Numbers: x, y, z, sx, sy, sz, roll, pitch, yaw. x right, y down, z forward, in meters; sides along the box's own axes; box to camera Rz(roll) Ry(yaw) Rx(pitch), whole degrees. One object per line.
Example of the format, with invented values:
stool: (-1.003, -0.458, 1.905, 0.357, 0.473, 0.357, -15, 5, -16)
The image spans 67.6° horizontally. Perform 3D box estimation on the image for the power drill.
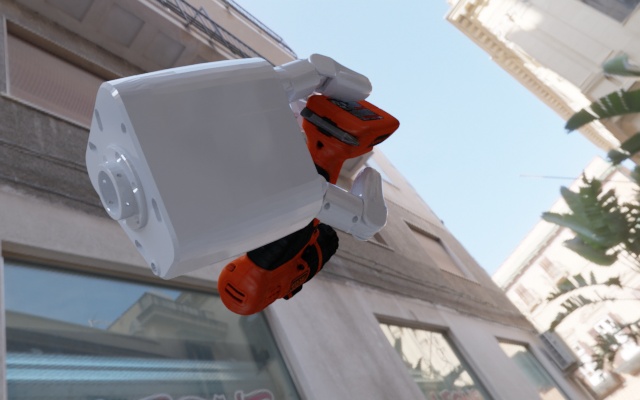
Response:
power drill: (0.000, 0.001, 0.427, 0.057, 0.188, 0.184, 31, 22, 15)
